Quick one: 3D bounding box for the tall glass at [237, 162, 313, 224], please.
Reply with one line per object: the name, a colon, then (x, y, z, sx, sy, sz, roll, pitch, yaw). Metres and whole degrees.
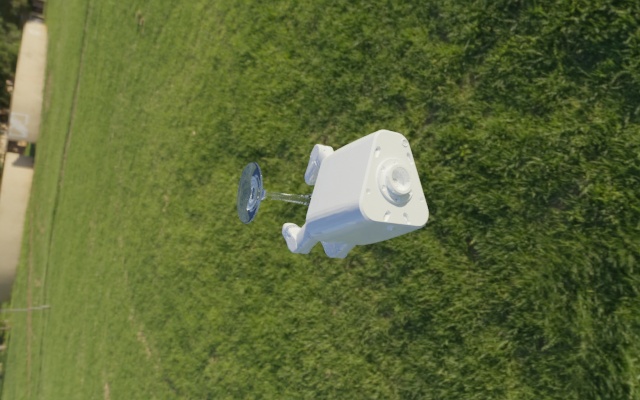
tall glass: (-0.001, 0.002, 0.617, 0.201, 0.079, 0.079, 8, -4, -30)
